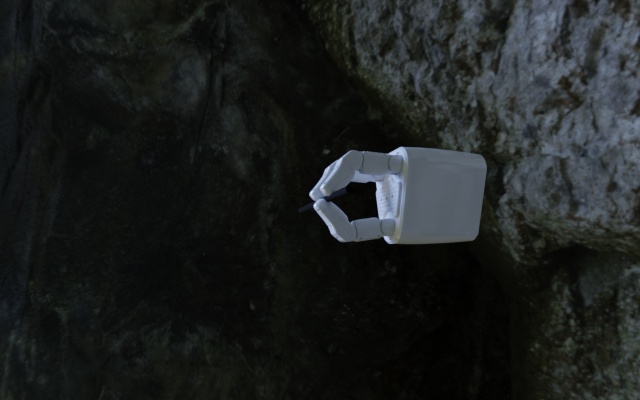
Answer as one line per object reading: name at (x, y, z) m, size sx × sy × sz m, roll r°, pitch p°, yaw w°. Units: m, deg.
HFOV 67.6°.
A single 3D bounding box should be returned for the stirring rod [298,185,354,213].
stirring rod at (0.000, 0.002, 0.581) m, size 0.011 × 0.011 × 0.239 m, roll 0°, pitch -6°, yaw -14°
